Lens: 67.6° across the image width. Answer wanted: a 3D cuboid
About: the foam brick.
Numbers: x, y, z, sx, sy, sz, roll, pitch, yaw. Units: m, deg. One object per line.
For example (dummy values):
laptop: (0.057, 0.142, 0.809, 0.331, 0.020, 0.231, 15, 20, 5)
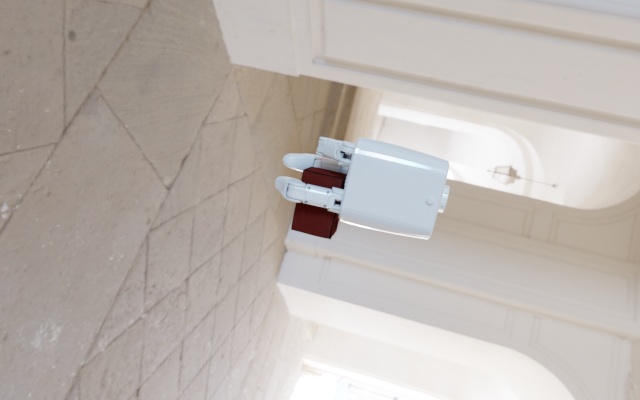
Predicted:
foam brick: (0.000, 0.002, 0.589, 0.051, 0.078, 0.053, 14, 11, 7)
